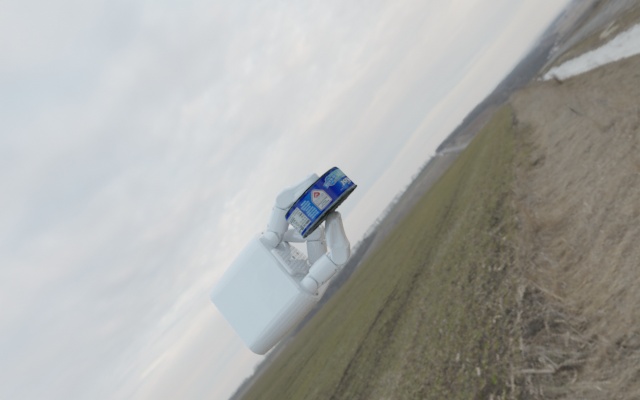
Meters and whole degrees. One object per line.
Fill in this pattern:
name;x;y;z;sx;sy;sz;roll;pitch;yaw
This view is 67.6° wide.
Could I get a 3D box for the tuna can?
tuna can;0.000;0.001;0.541;0.086;0.034;0.086;-44;-5;-5
